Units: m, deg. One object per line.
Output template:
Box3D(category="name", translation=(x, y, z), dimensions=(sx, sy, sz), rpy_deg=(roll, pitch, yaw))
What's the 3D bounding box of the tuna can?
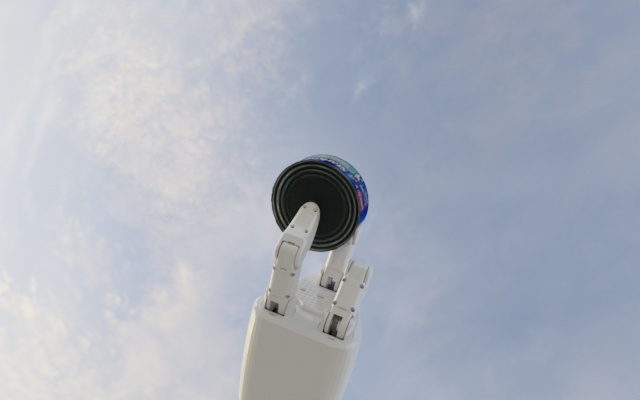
Box3D(category="tuna can", translation=(0.000, 0.001, 0.438), dimensions=(0.086, 0.086, 0.033), rpy_deg=(0, 16, 23))
